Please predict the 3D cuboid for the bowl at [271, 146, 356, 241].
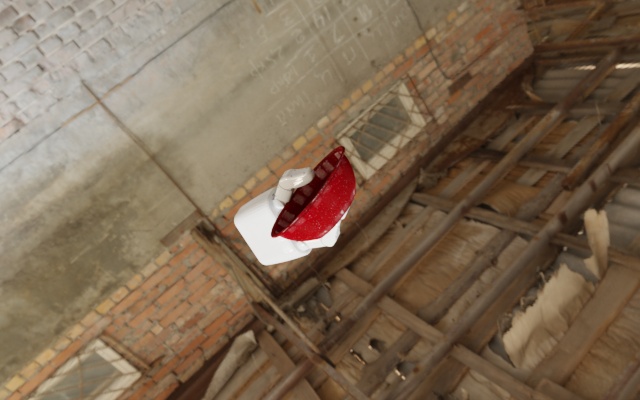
[{"bbox_3d":[0.001,0.002,0.670,0.055,0.162,0.162,38,-9,-11],"label":"bowl"}]
